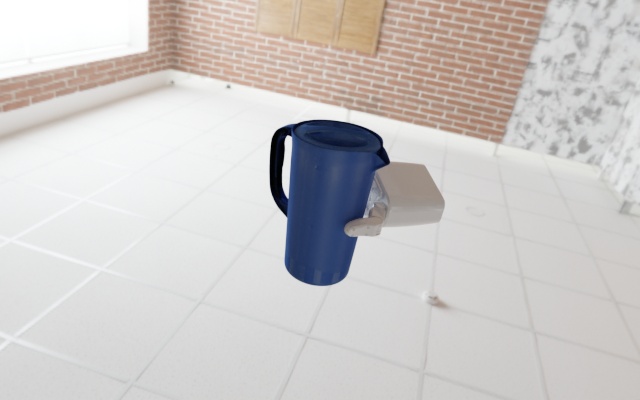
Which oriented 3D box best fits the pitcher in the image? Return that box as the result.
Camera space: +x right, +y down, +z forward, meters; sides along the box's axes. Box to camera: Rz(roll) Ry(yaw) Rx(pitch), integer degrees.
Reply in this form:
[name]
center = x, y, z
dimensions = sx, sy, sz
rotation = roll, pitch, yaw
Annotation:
[pitcher]
center = 0.000, 0.002, 0.736
dimensions = 0.145, 0.243, 0.149
rotation = -1, 28, -20
